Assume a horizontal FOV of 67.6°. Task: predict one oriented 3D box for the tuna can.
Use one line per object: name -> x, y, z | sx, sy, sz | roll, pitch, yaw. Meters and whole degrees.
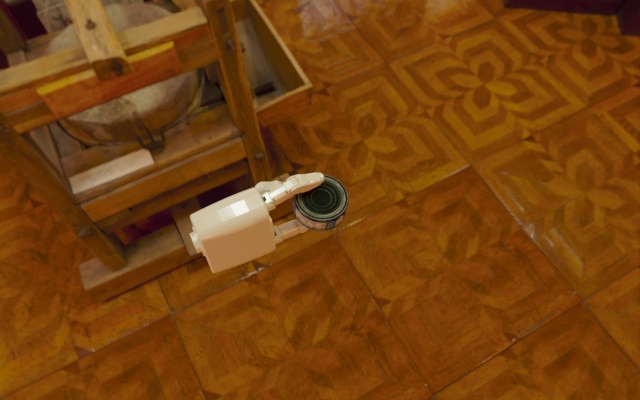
tuna can -> 0.000, 0.002, 0.740 | 0.086, 0.086, 0.034 | 0, -31, -7
